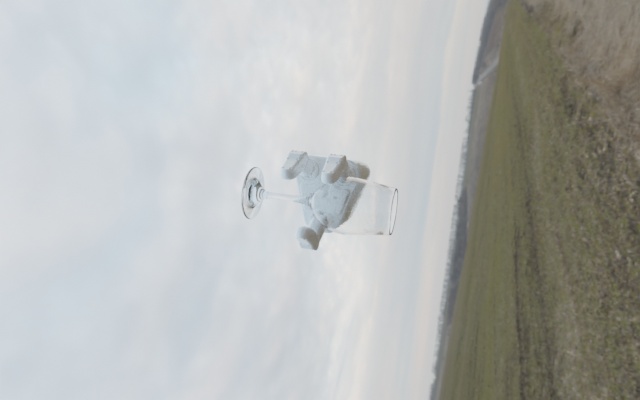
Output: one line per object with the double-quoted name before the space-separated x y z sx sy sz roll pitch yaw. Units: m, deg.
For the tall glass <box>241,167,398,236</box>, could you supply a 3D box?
"tall glass" -0.001 0.002 0.644 0.201 0.079 0.079 8 2 16
